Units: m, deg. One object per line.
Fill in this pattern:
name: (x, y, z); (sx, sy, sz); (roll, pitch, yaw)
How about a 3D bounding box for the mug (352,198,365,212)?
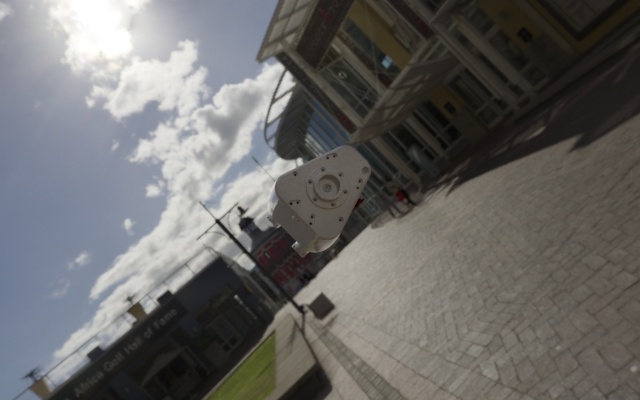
mug: (0.000, 0.002, 0.699); (0.093, 0.081, 0.117); (-42, -2, -16)
